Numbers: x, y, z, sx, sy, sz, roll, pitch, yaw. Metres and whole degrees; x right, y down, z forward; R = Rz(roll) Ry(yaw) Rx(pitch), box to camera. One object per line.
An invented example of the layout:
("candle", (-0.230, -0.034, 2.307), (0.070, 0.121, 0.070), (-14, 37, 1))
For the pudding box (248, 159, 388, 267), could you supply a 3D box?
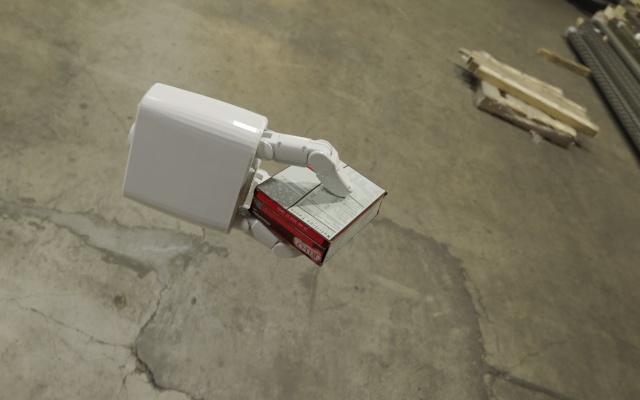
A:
("pudding box", (0.000, 0.001, 0.467), (0.090, 0.039, 0.113), (37, 44, 16))
